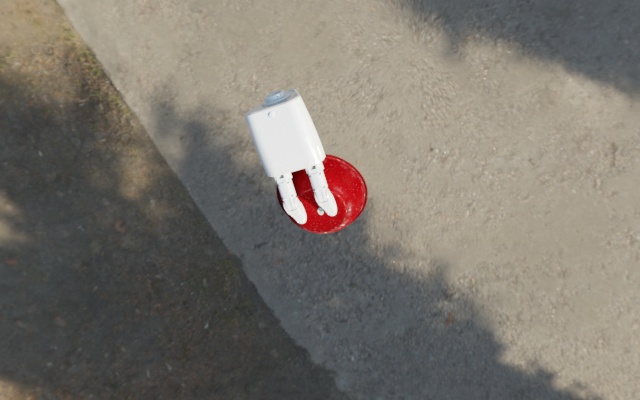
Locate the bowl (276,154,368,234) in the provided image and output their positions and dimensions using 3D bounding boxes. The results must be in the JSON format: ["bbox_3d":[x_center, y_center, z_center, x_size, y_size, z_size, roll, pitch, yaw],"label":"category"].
[{"bbox_3d":[0.001,0.004,0.822,0.162,0.162,0.055,0,35,6],"label":"bowl"}]
